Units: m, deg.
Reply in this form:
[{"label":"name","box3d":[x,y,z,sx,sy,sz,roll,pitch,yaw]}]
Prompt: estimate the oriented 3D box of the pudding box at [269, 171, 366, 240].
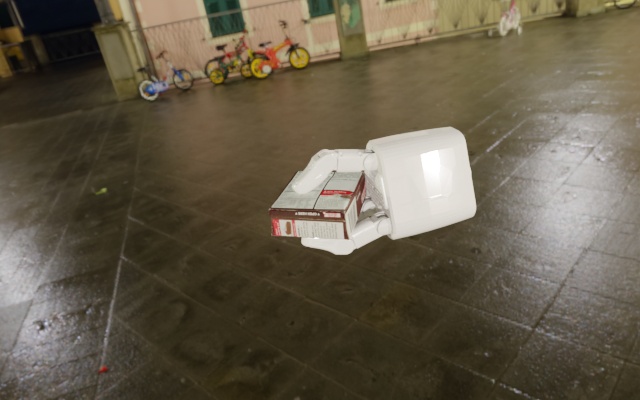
[{"label":"pudding box","box3d":[0.000,0.002,0.559,0.090,0.039,0.113,1,25,16]}]
